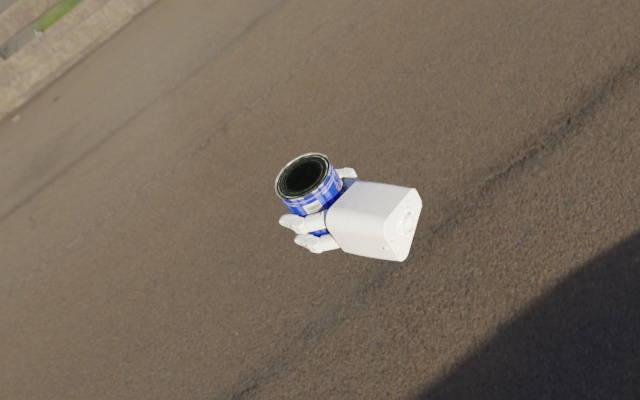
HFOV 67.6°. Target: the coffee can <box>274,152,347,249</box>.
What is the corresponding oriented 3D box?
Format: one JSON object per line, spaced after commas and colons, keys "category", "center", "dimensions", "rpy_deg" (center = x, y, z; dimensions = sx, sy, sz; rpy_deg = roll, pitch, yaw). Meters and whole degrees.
{"category": "coffee can", "center": [0.000, 0.003, 0.816], "dimensions": [0.103, 0.102, 0.140], "rpy_deg": [0, -39, 34]}
